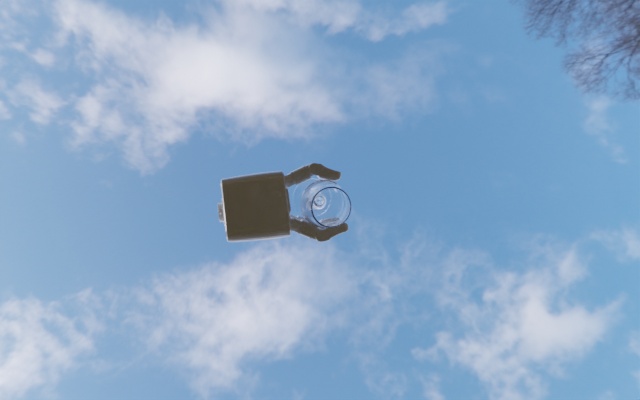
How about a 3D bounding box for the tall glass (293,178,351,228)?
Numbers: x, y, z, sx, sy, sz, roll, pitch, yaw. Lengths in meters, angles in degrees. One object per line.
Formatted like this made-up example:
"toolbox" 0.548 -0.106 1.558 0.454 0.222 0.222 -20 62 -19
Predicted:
"tall glass" 0.000 0.003 0.809 0.079 0.079 0.201 0 4 -10
